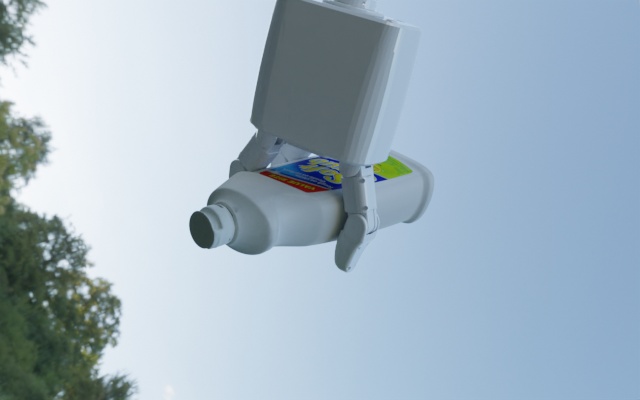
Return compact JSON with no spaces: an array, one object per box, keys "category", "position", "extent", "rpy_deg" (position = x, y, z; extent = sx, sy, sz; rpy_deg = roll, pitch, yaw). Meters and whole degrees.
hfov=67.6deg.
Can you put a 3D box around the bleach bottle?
[{"category":"bleach bottle","position":[0.000,0.001,0.429],"extent":[0.102,0.068,0.251],"rpy_deg":[31,29,30]}]
